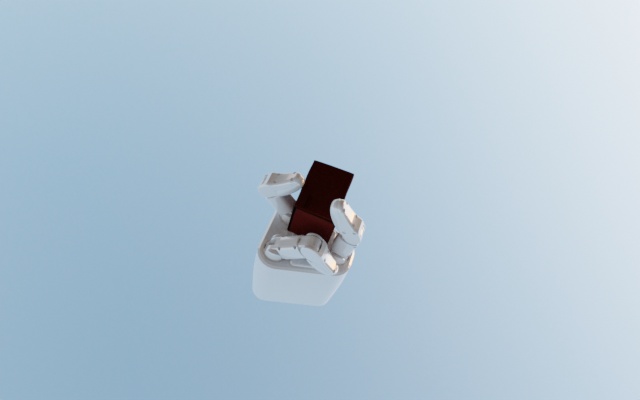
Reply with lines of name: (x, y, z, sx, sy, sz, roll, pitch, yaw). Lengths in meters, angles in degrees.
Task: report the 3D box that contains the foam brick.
foam brick: (0.000, 0.002, 0.564, 0.053, 0.078, 0.051, 22, -37, 2)
